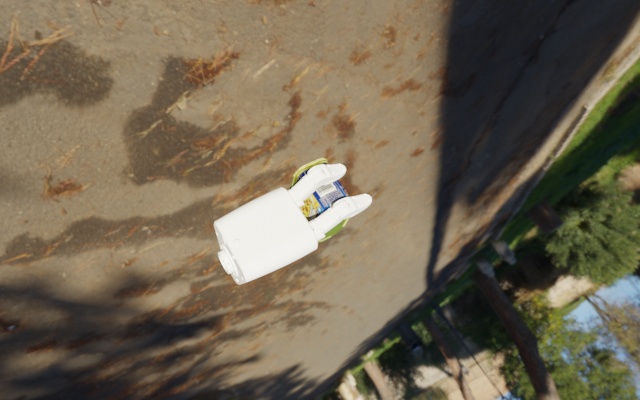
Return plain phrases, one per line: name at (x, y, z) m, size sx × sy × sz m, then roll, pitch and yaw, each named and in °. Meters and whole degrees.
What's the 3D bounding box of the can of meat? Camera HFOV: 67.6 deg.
can of meat at (0.000, 0.003, 0.698) m, size 0.057 × 0.084 × 0.102 m, roll -25°, pitch -20°, yaw -24°
